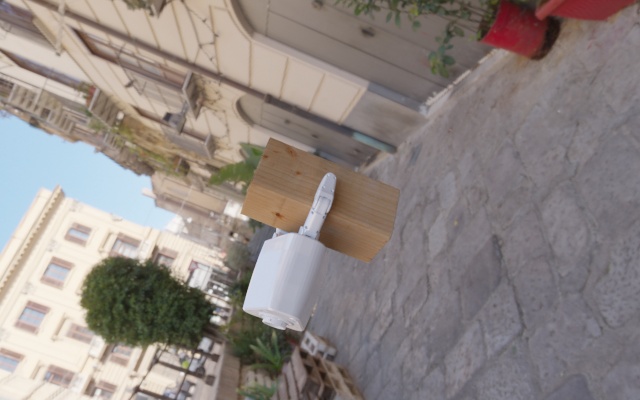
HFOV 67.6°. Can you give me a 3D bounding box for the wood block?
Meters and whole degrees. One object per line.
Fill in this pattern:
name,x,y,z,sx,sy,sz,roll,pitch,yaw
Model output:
wood block,0.000,0.002,0.701,0.206,0.090,0.091,22,-36,-6
